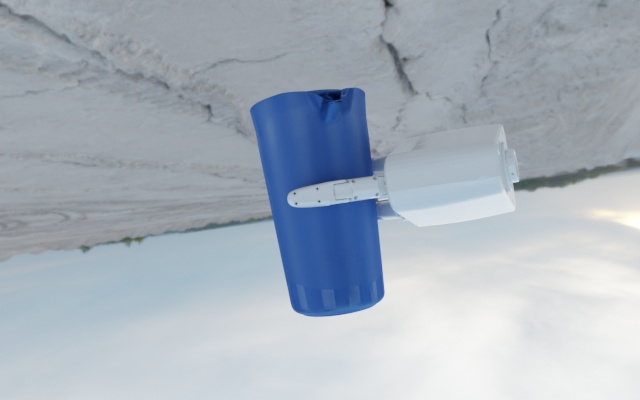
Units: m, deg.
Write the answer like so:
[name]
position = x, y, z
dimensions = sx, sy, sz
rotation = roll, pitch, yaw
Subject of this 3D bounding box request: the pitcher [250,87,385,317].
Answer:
[pitcher]
position = 0.000, 0.002, 0.555
dimensions = 0.145, 0.243, 0.149
rotation = -9, -1, 25
